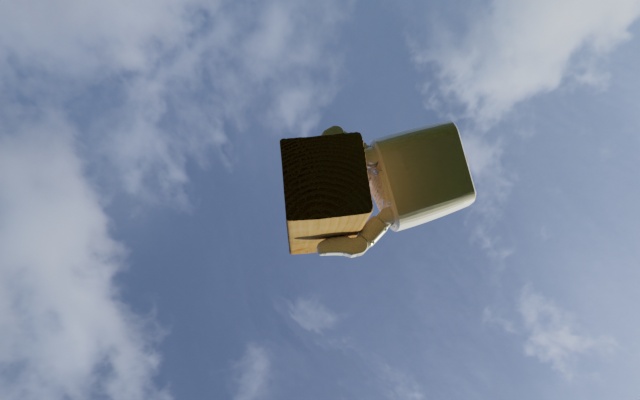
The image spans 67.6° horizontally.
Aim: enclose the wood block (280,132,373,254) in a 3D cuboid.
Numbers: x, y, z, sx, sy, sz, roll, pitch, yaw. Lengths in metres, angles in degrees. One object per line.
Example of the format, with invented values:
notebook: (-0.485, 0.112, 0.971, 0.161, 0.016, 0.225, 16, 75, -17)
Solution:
wood block: (0.001, 0.002, 0.584, 0.090, 0.090, 0.206, -6, -16, -4)
